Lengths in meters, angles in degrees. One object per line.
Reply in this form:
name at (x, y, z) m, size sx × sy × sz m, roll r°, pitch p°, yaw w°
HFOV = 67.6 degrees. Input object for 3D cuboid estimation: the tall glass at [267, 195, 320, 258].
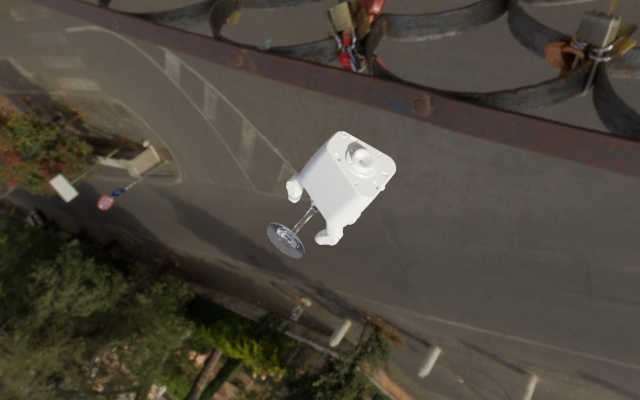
tall glass at (0.000, 0.003, 0.811) m, size 0.079 × 0.079 × 0.201 m, roll 0°, pitch 39°, yaw 46°
